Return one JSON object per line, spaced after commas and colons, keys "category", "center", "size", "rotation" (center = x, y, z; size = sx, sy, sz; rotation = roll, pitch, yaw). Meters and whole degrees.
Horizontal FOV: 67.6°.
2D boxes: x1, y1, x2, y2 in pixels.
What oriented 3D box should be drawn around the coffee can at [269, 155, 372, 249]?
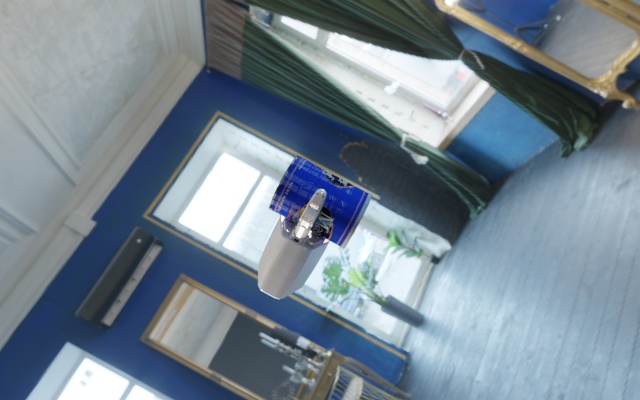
{"category": "coffee can", "center": [0.000, 0.003, 0.791], "size": [0.140, 0.103, 0.103], "rotation": [28, 1, 1]}
